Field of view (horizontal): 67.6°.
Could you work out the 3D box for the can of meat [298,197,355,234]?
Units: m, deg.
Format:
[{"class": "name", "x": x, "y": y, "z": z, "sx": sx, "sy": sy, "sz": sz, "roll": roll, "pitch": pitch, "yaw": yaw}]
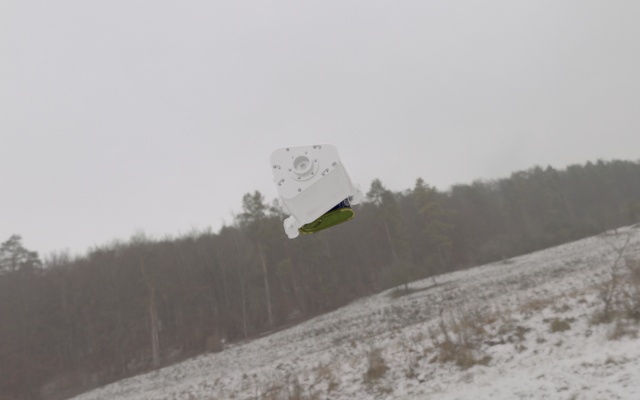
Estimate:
[{"class": "can of meat", "x": 0.000, "y": 0.003, "z": 0.860, "sx": 0.102, "sy": 0.084, "sz": 0.057, "roll": -21, "pitch": -23, "yaw": 8}]
